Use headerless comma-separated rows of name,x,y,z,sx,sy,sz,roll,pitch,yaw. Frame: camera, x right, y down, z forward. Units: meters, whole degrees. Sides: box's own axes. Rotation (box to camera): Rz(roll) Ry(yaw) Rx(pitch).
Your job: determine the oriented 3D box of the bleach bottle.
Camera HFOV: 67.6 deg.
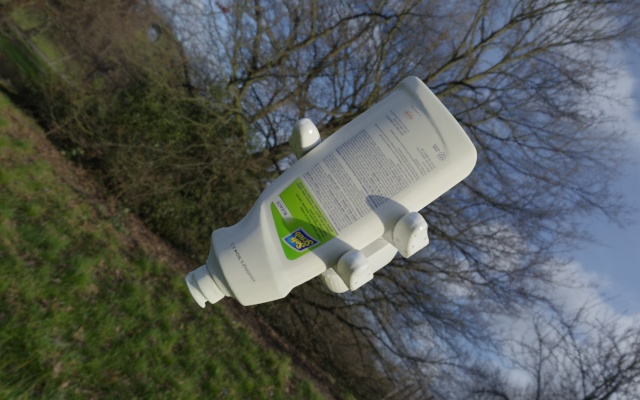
bleach bottle,0.000,0.001,0.400,0.251,0.102,0.068,-32,-19,-7
